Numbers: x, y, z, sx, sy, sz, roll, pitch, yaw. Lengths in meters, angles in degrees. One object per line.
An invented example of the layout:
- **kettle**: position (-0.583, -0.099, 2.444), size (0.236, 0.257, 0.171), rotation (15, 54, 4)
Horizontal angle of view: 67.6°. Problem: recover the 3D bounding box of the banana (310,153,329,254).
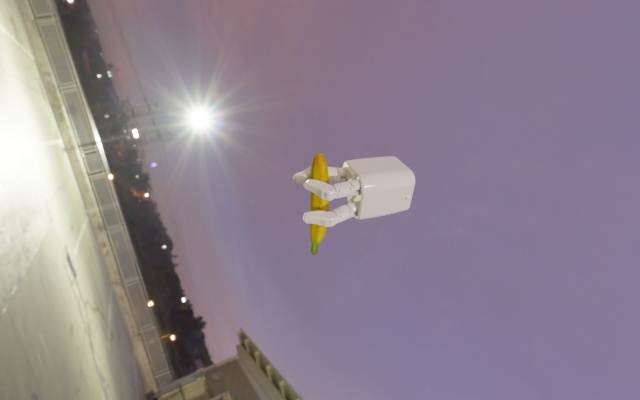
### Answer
- **banana**: position (-0.001, 0.000, 0.910), size (0.037, 0.198, 0.069), rotation (0, 19, -4)
